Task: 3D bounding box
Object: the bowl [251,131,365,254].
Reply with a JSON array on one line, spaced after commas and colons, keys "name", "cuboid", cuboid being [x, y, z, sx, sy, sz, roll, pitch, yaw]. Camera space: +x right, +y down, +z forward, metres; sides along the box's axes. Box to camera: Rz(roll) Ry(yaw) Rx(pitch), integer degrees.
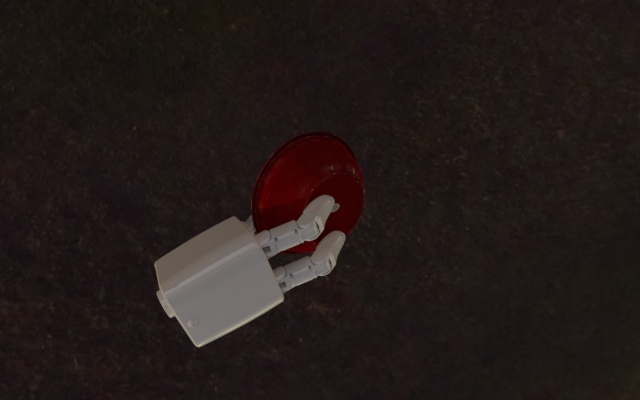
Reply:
[{"name": "bowl", "cuboid": [0.001, 0.001, 0.574, 0.162, 0.162, 0.055, 0, 20, -39]}]
